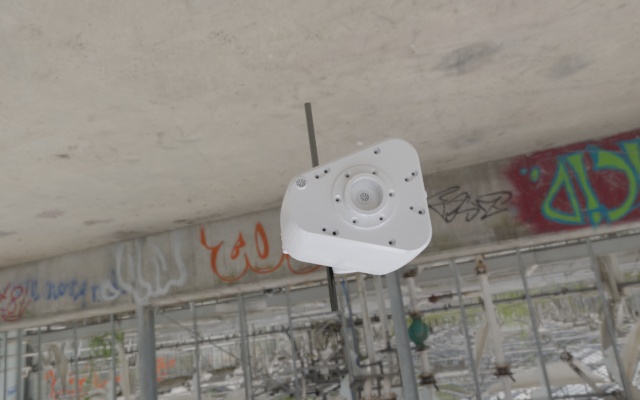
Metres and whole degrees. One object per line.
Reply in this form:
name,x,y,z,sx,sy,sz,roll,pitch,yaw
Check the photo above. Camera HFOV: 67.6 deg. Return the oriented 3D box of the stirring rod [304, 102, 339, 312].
stirring rod,0.000,0.002,0.535,0.011,0.239,0.011,-7,-14,-2
